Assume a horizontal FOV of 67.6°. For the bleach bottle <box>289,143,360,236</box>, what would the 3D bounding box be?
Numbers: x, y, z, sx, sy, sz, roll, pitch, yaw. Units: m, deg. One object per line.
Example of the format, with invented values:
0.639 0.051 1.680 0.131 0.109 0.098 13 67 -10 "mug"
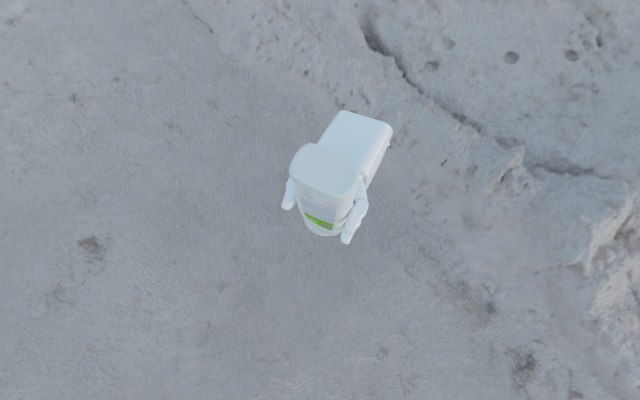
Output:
0.000 0.003 0.793 0.102 0.068 0.251 27 -20 7 "bleach bottle"
